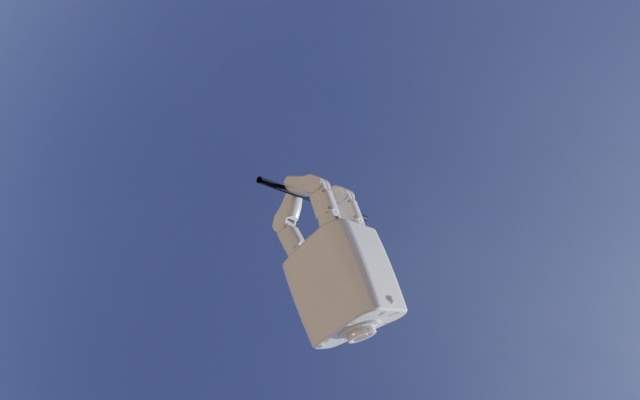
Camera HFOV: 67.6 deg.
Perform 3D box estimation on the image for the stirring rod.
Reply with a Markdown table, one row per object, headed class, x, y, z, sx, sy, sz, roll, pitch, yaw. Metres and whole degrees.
| class | x | y | z | sx | sy | sz | roll | pitch | yaw |
| --- | --- | --- | --- | --- | --- | --- | --- | --- | --- |
| stirring rod | 0.000 | 0.002 | 0.633 | 0.011 | 0.011 | 0.239 | 0 | -12 | 36 |
